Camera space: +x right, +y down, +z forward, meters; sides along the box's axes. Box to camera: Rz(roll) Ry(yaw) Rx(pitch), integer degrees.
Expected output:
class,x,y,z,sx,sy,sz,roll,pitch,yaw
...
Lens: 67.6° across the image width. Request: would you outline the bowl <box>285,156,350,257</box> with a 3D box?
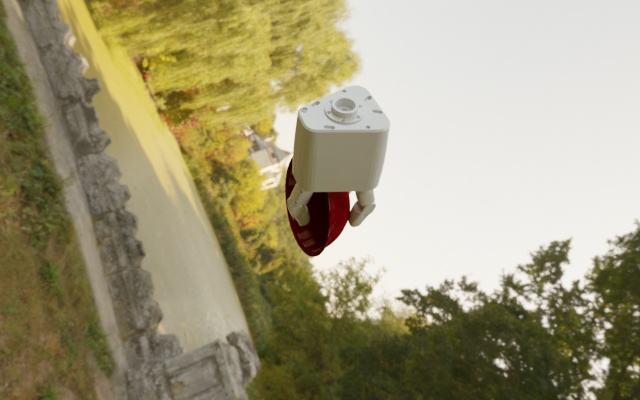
class,x,y,z,sx,sy,sz,roll,pitch,yaw
bowl,0.000,0.003,0.730,0.055,0.162,0.162,-7,3,-26
